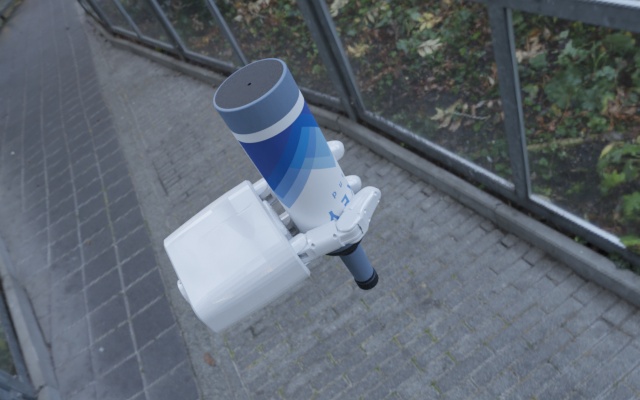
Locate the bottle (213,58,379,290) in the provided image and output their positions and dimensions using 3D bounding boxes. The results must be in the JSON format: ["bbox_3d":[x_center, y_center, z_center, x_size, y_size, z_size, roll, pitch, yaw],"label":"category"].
[{"bbox_3d":[0.000,0.001,0.477,0.069,0.069,0.296,0,-40,30],"label":"bottle"}]
